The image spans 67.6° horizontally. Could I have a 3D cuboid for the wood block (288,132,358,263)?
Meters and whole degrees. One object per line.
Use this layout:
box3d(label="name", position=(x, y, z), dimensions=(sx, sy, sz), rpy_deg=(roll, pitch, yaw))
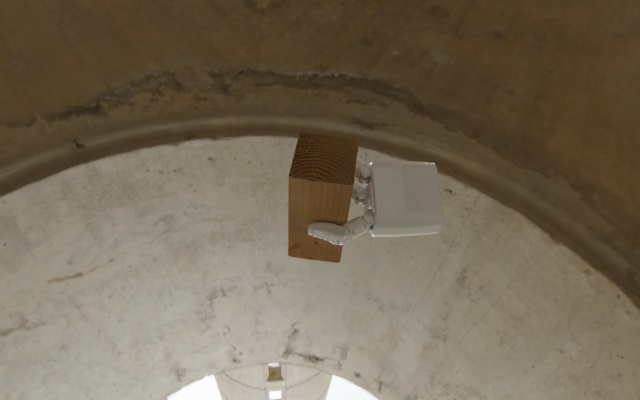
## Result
box3d(label="wood block", position=(0.000, 0.003, 0.744), dimensions=(0.090, 0.090, 0.206), rpy_deg=(8, -38, 2))
